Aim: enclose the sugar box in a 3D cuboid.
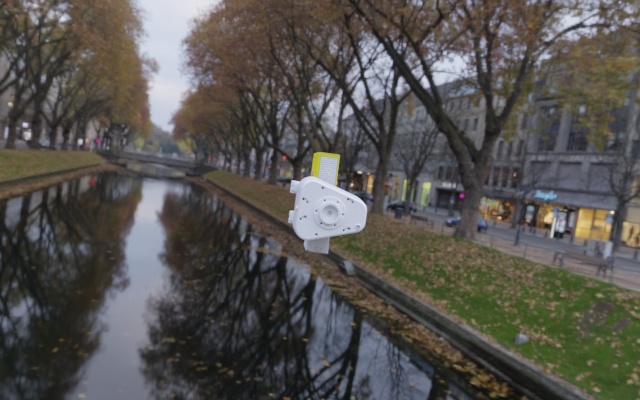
[{"bbox_3d":[0.000,0.003,0.870,0.048,0.176,0.093,9,2,-5],"label":"sugar box"}]
